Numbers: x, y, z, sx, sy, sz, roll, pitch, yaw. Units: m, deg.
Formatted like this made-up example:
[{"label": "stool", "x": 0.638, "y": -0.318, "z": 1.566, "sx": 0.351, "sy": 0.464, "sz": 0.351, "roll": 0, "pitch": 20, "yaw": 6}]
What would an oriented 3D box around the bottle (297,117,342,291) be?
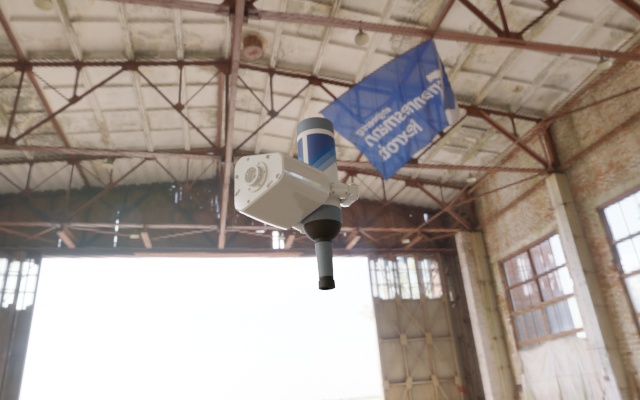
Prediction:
[{"label": "bottle", "x": 0.000, "y": 0.002, "z": 0.800, "sx": 0.069, "sy": 0.295, "sz": 0.069, "roll": -4, "pitch": -23, "yaw": -2}]
